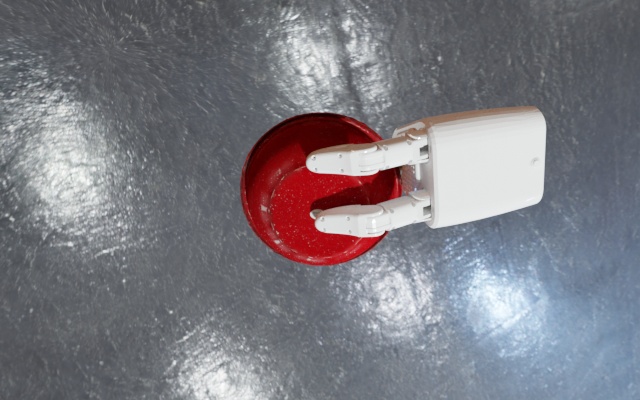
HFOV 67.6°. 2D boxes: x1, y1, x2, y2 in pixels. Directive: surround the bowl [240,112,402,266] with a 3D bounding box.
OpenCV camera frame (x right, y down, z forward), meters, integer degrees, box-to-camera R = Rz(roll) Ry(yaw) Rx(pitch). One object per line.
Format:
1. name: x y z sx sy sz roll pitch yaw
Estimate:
1. bowl: -0.001 0.002 0.451 0.162 0.162 0.055 0 21 1
